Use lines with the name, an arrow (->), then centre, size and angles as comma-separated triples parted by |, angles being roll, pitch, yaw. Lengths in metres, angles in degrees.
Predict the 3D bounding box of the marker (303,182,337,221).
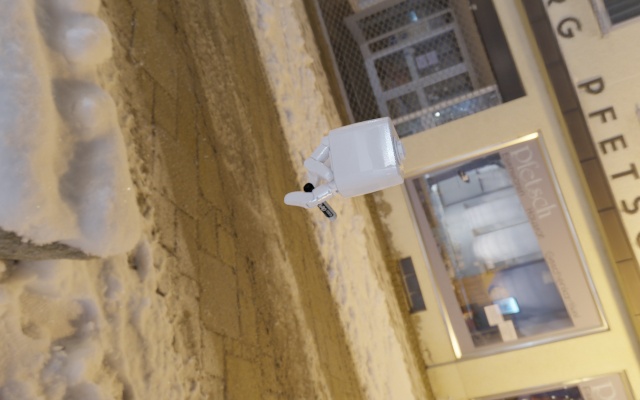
marker -> 0.000, 0.003, 0.850 | 0.020, 0.020, 0.121 | 0, -28, 26
